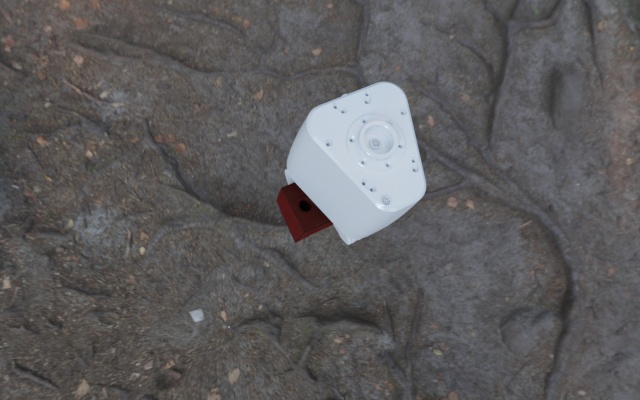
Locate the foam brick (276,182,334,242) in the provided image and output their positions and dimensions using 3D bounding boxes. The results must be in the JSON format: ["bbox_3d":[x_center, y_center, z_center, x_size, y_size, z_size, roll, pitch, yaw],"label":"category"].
[{"bbox_3d":[0.000,0.002,0.501,0.078,0.053,0.051,-24,-8,-16],"label":"foam brick"}]
